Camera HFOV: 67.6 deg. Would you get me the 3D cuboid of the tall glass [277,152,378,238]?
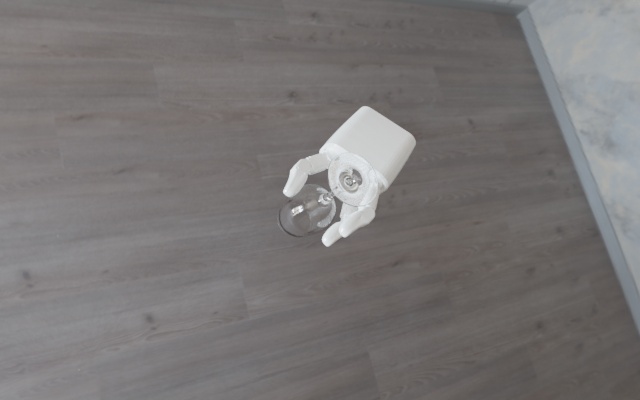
[{"bbox_3d":[0.000,0.002,0.697,0.079,0.079,0.201,0,-18,-27],"label":"tall glass"}]
